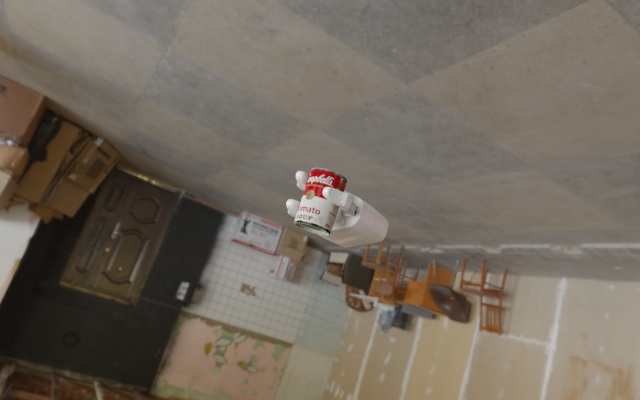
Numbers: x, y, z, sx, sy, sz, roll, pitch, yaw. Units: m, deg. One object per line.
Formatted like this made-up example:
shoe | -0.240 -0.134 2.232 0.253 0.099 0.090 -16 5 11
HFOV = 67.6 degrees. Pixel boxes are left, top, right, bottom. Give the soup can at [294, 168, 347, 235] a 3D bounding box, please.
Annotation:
soup can | 0.000 0.003 0.837 0.068 0.102 0.068 17 -14 4
